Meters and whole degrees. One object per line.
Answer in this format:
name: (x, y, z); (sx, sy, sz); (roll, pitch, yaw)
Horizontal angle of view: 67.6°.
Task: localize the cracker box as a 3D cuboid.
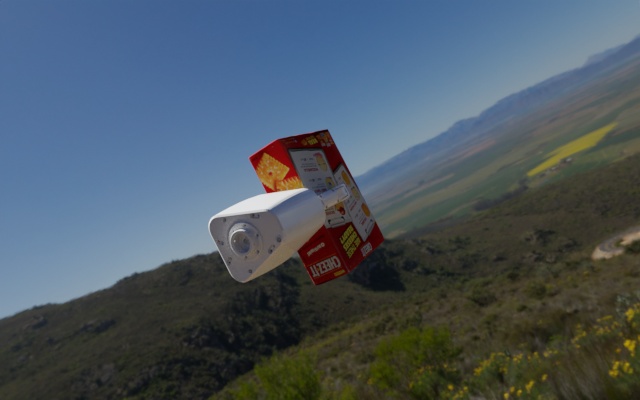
cracker box: (0.000, 0.002, 0.747); (0.072, 0.213, 0.164); (-27, 0, 29)
